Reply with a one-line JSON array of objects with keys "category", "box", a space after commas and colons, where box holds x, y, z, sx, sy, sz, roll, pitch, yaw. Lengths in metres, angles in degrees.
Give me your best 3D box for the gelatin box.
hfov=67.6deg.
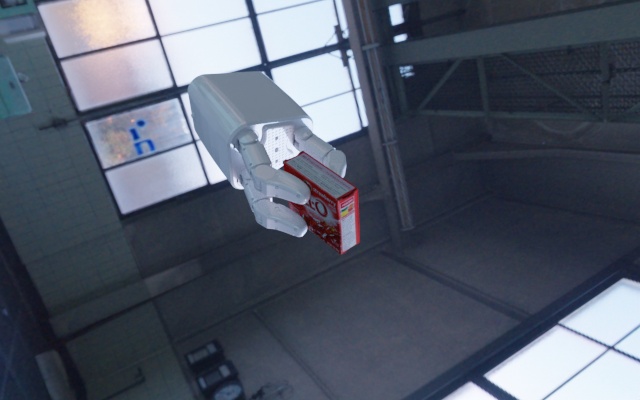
[{"category": "gelatin box", "box": [0.001, 0.002, 0.486, 0.030, 0.073, 0.089, -31, 47, -27]}]
